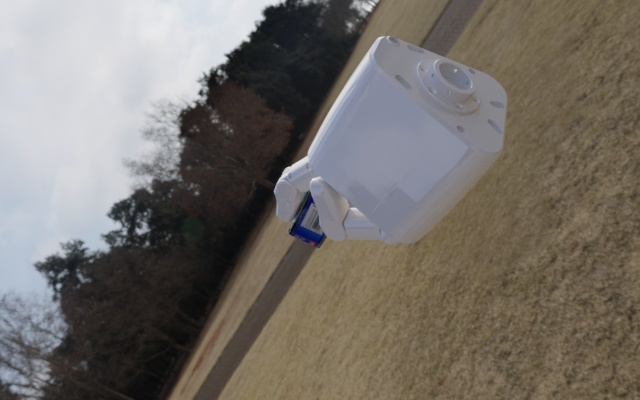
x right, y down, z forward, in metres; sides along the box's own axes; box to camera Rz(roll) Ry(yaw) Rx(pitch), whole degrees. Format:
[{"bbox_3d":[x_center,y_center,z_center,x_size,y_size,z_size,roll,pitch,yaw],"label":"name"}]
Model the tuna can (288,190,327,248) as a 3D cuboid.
[{"bbox_3d":[0.000,0.001,0.470,0.034,0.086,0.086,25,-2,-5],"label":"tuna can"}]
